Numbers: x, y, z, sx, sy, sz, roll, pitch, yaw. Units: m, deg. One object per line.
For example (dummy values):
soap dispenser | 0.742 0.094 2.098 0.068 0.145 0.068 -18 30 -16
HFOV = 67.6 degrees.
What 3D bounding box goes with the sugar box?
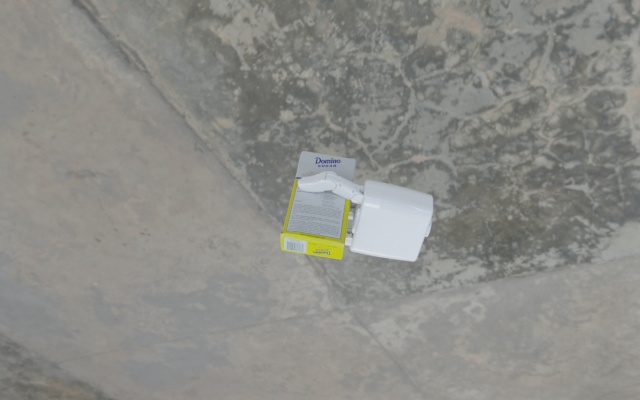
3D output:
sugar box | 0.000 0.003 0.738 0.093 0.176 0.048 10 -44 2
